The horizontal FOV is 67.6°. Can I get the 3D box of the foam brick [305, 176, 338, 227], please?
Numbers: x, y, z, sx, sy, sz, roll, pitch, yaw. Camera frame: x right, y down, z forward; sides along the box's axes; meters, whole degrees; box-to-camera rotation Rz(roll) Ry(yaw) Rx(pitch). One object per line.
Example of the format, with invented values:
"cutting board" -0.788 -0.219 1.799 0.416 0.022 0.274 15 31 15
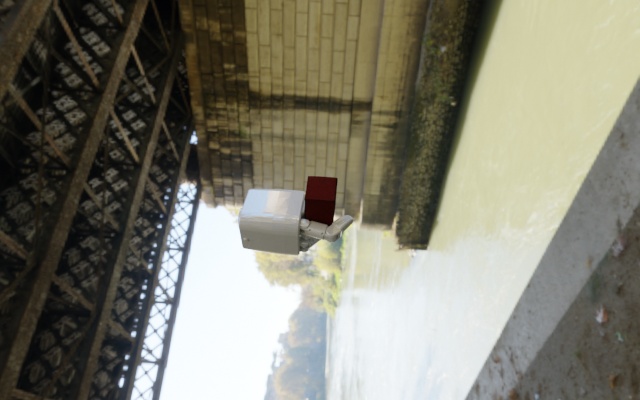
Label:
"foam brick" 0.000 0.002 0.821 0.051 0.053 0.078 6 -39 3
